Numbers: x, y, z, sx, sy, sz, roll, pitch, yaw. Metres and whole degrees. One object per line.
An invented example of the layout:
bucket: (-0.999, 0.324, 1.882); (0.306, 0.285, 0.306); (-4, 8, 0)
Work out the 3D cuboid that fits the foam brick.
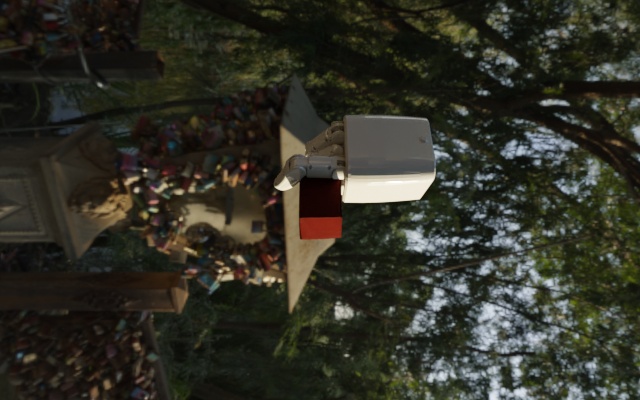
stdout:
foam brick: (0.000, 0.002, 0.584); (0.051, 0.078, 0.053); (0, -33, 0)
